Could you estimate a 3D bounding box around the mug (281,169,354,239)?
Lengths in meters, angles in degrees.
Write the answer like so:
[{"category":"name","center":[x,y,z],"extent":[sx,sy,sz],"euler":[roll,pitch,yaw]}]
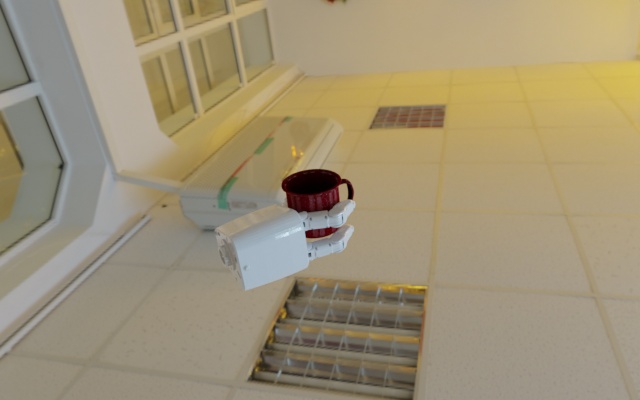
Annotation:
[{"category":"mug","center":[0.001,0.002,0.756],"extent":[0.117,0.081,0.093],"euler":[-19,31,-22]}]
